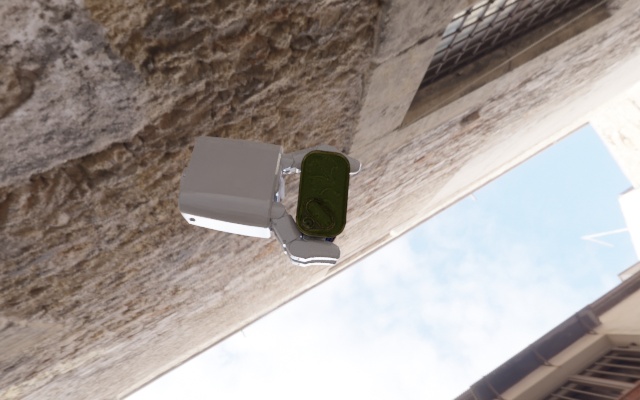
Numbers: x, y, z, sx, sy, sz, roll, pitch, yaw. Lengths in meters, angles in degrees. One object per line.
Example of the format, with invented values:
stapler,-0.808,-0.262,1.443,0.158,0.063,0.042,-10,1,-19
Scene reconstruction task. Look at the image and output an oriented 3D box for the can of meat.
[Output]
can of meat,0.000,0.002,0.581,0.057,0.102,0.084,6,-16,-3
